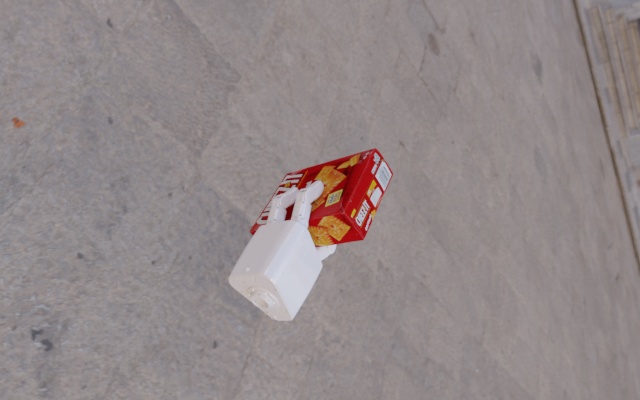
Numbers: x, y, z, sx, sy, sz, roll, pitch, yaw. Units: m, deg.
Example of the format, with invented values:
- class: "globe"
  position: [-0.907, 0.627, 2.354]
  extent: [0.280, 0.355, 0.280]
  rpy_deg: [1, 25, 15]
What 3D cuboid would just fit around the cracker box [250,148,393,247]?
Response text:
- class: "cracker box"
  position: [0.000, 0.003, 0.825]
  extent: [0.214, 0.072, 0.164]
  rpy_deg: [-12, 35, 39]
